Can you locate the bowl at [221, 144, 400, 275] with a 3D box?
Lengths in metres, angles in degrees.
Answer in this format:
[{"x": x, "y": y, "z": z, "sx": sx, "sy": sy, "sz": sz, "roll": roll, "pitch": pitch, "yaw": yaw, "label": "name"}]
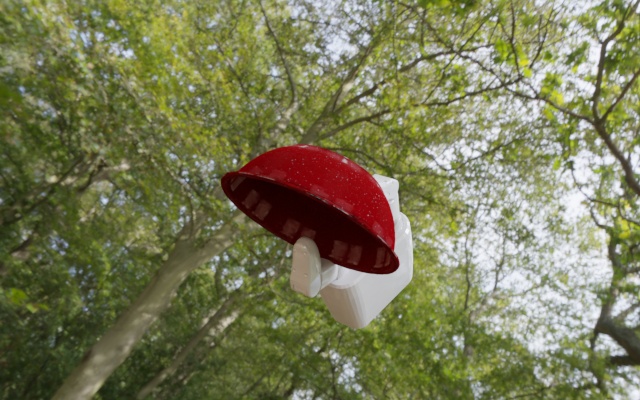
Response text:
[{"x": 0.000, "y": 0.000, "z": 0.401, "sx": 0.162, "sy": 0.055, "sz": 0.162, "roll": 24, "pitch": -18, "yaw": 9, "label": "bowl"}]
